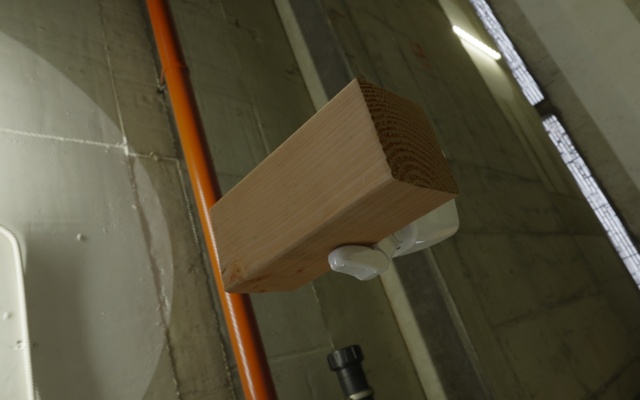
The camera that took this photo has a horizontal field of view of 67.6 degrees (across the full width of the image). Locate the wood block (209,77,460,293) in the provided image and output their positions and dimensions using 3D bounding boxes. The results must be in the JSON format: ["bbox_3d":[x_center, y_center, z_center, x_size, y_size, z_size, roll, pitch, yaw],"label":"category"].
[{"bbox_3d":[0.000,0.002,0.418,0.090,0.090,0.206,9,-35,-44],"label":"wood block"}]
